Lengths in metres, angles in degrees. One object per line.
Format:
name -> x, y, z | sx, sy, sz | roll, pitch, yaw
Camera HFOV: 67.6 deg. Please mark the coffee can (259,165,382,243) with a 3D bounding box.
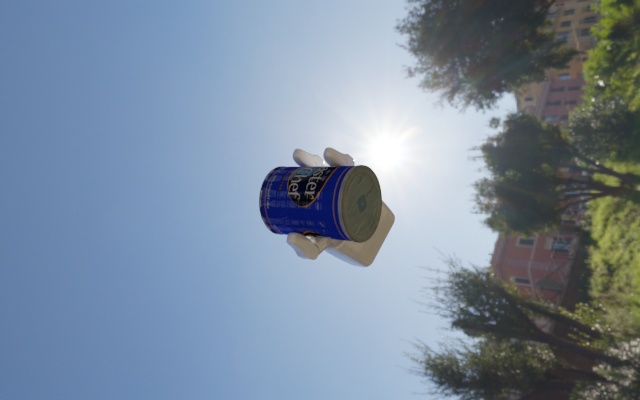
coffee can -> 0.000, 0.002, 0.666 | 0.140, 0.103, 0.103 | 2, 1, 36
